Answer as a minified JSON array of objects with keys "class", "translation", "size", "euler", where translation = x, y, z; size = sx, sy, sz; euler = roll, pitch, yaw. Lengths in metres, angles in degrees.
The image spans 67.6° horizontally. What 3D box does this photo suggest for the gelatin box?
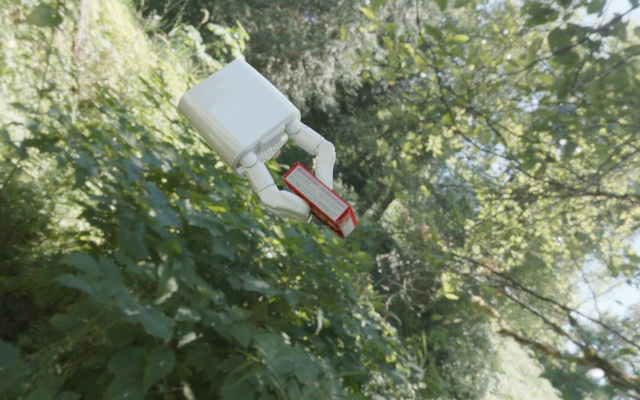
[{"class":"gelatin box","translation":[0.001,0.002,0.577],"size":[0.089,0.030,0.073],"euler":[39,-8,20]}]
